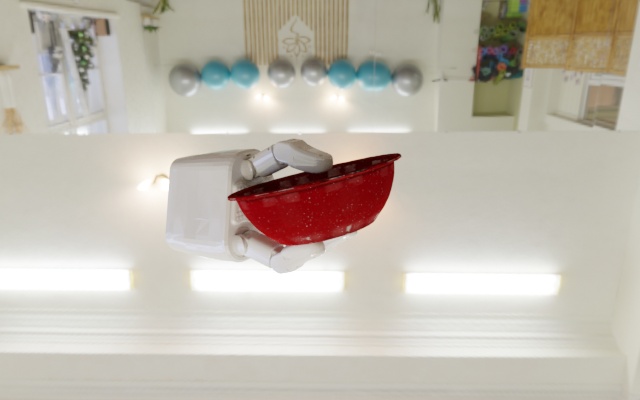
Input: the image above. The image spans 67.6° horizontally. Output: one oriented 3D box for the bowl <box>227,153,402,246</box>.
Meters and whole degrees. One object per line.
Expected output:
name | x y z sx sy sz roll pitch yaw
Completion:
bowl | 0.001 0.002 0.437 0.162 0.055 0.162 -14 7 2
